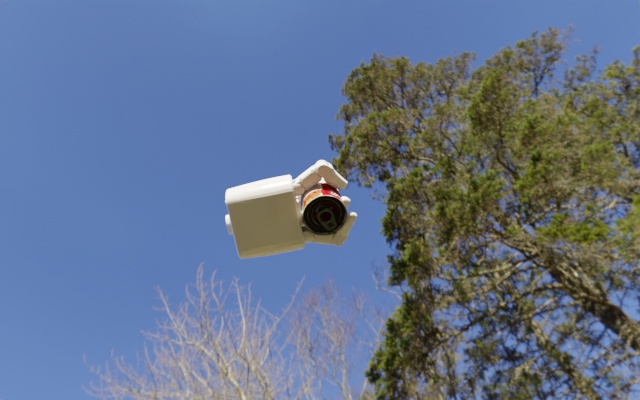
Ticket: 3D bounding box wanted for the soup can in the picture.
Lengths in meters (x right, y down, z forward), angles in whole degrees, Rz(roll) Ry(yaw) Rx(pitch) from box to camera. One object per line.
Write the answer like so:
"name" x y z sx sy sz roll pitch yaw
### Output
"soup can" 0.001 0.002 0.764 0.068 0.068 0.102 0 25 -8
